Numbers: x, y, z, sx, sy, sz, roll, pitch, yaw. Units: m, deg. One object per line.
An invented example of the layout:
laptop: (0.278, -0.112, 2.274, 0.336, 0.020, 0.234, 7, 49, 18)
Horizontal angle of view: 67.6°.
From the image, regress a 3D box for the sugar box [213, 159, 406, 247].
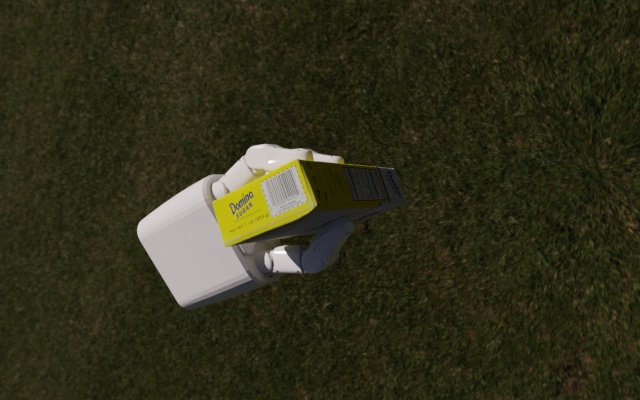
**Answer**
sugar box: (0.000, 0.001, 0.431, 0.093, 0.048, 0.176, -23, -8, 29)
